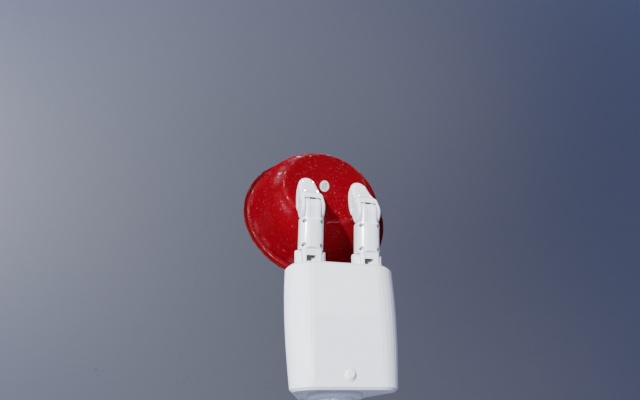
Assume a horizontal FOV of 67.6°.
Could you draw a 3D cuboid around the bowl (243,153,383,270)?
[{"bbox_3d":[0.000,0.000,0.520,0.162,0.162,0.055,0,-36,-17],"label":"bowl"}]
